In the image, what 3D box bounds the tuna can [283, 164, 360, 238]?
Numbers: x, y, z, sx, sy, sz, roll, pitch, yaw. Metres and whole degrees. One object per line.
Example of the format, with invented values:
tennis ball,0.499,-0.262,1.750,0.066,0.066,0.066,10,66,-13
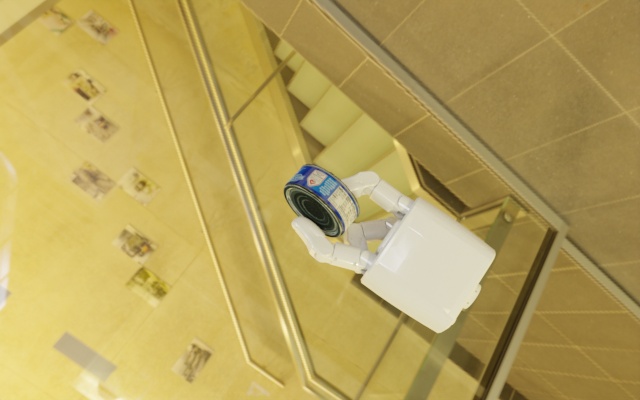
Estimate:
tuna can,0.000,0.002,0.535,0.033,0.086,0.086,-48,24,-23
